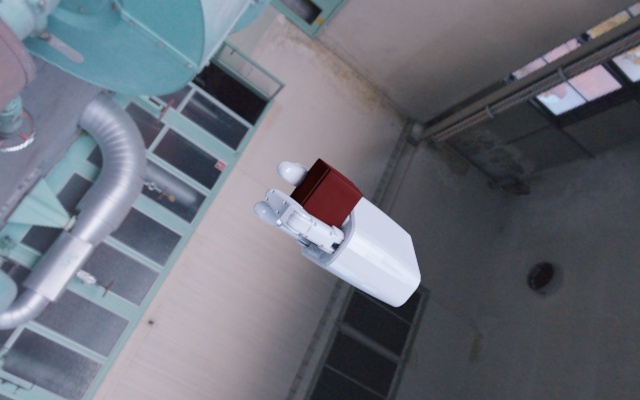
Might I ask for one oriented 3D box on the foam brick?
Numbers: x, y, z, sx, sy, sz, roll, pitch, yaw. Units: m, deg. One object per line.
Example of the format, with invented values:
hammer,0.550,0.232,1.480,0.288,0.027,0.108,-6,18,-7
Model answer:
foam brick,0.000,0.001,0.529,0.051,0.078,0.053,34,10,-21
